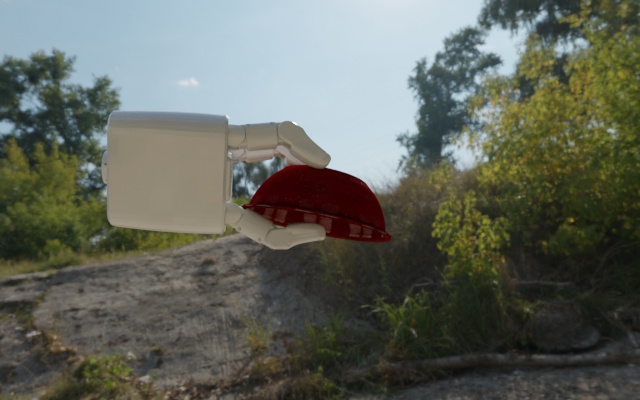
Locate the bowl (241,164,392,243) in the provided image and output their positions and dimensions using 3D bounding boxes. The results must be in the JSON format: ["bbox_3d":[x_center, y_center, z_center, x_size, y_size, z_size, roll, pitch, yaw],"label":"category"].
[{"bbox_3d":[0.001,0.002,0.508,0.162,0.055,0.162,12,-10,2],"label":"bowl"}]
